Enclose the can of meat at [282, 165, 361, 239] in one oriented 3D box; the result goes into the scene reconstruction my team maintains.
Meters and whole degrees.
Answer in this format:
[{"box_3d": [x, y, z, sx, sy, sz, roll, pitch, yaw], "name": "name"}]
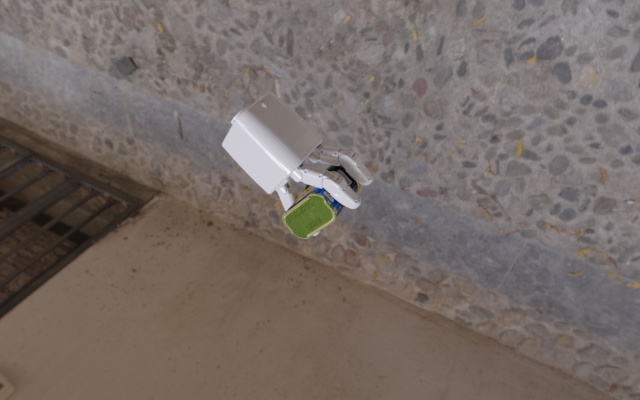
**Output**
[{"box_3d": [0.000, 0.003, 0.706, 0.102, 0.057, 0.084, -36, 10, 43], "name": "can of meat"}]
